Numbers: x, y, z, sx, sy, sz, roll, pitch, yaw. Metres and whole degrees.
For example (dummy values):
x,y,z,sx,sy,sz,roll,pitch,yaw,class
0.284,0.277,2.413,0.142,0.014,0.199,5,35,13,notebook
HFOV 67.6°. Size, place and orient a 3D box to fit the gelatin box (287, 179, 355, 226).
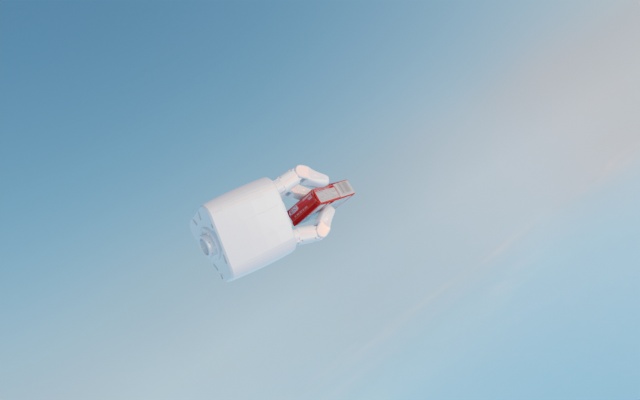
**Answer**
x,y,z,sx,sy,sz,roll,pitch,yaw,class
0.001,0.003,0.757,0.089,0.030,0.073,-17,-16,-46,gelatin box
